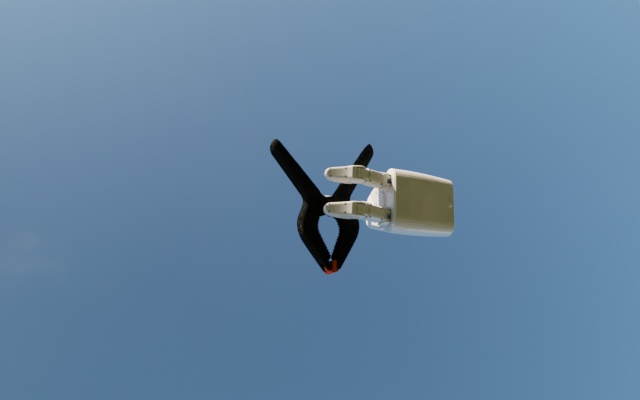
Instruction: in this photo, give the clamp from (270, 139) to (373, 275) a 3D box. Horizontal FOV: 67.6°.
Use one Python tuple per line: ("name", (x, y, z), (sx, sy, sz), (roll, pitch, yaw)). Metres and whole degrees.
("clamp", (0.000, 0.003, 0.712), (0.164, 0.210, 0.036), (7, -17, -15))
